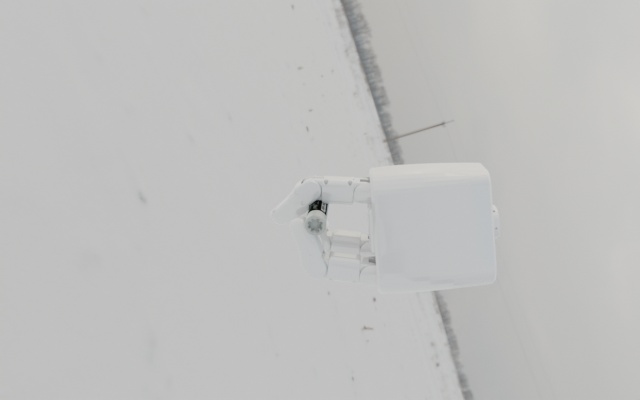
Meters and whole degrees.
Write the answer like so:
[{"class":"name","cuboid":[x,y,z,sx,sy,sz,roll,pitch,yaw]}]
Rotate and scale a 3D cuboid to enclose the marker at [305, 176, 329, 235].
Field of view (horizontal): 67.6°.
[{"class":"marker","cuboid":[0.000,0.002,0.469,0.020,0.020,0.121,0,20,5]}]
